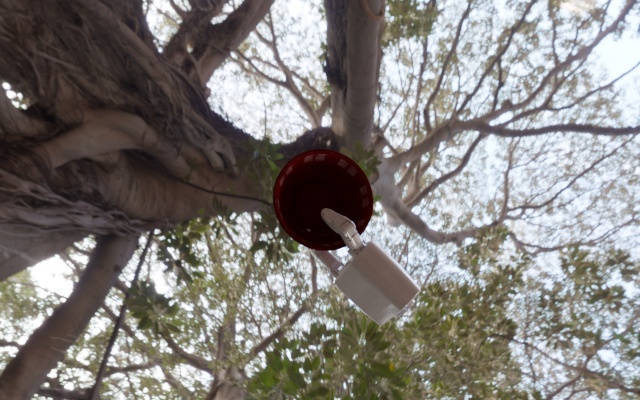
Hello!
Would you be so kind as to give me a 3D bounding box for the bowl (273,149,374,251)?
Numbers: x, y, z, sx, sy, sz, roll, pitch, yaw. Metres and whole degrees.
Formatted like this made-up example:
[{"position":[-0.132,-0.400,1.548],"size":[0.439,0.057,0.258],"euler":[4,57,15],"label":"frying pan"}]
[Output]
[{"position":[-0.001,0.001,0.763],"size":[0.162,0.162,0.055],"euler":[0,-11,-14],"label":"bowl"}]
